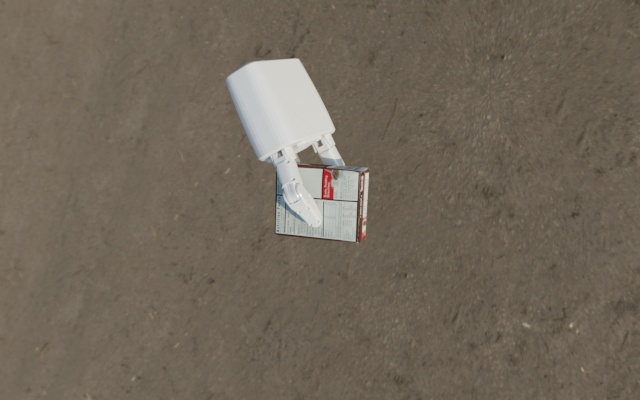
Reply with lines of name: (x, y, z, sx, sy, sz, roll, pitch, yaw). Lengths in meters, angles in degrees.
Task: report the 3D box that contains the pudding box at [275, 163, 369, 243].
pudding box: (0.000, 0.002, 0.588, 0.113, 0.090, 0.039, 5, 10, 21)
